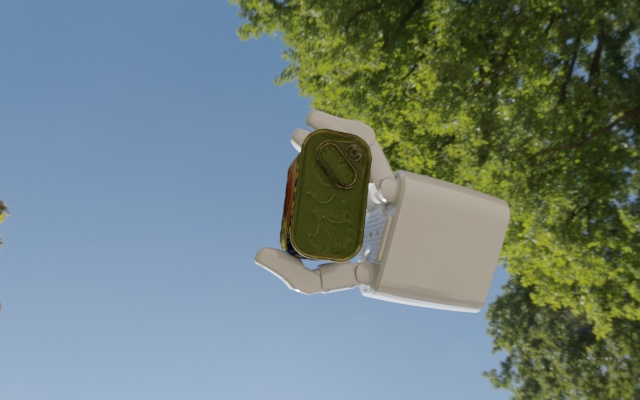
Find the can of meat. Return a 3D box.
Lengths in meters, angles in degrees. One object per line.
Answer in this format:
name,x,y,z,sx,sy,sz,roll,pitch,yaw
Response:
can of meat,0.000,0.001,0.405,0.057,0.102,0.084,9,-10,-12
